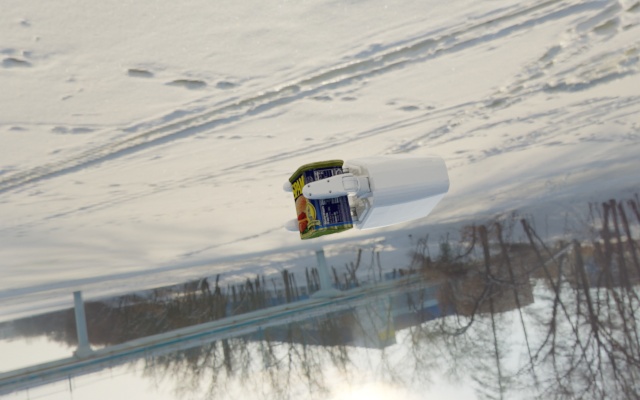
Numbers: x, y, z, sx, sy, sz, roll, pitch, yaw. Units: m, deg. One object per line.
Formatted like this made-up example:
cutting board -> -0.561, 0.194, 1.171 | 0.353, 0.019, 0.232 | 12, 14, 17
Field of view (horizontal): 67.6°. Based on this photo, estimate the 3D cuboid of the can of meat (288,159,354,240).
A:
can of meat -> 0.000, 0.002, 0.605 | 0.057, 0.084, 0.102 | -8, -7, -16
